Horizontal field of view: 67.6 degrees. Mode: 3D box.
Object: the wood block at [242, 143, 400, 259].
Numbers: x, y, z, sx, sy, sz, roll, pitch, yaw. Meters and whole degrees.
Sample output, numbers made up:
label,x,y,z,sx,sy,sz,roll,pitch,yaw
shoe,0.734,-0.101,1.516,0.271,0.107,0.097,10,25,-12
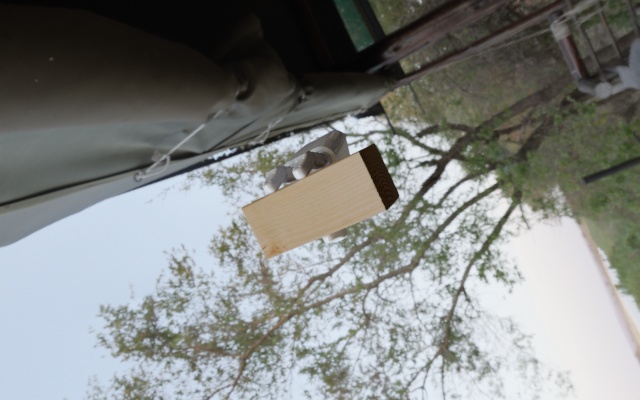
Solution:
label,x,y,z,sx,sy,sz,roll,pitch,yaw
wood block,0.000,0.003,0.715,0.206,0.091,0.090,-25,4,25
